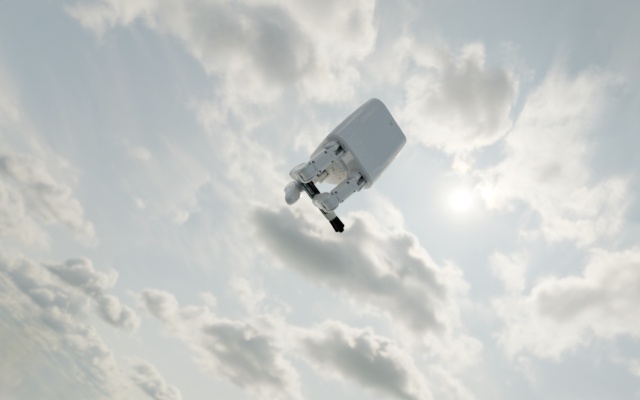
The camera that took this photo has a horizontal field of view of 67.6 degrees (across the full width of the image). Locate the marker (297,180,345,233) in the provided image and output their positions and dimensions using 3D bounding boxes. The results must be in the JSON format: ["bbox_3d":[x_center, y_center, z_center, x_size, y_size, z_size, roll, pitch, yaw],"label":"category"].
[{"bbox_3d":[0.000,0.002,0.734,0.020,0.121,0.020,-33,18,12],"label":"marker"}]
